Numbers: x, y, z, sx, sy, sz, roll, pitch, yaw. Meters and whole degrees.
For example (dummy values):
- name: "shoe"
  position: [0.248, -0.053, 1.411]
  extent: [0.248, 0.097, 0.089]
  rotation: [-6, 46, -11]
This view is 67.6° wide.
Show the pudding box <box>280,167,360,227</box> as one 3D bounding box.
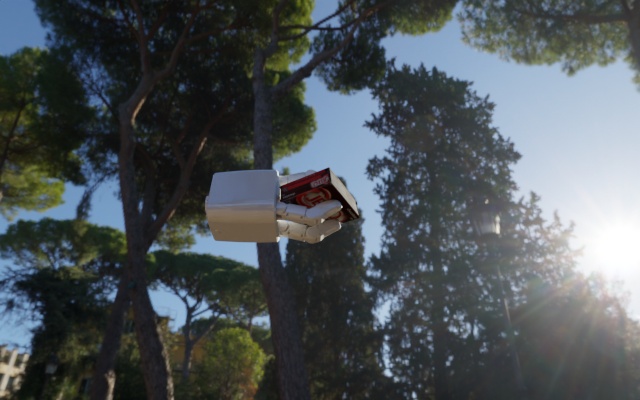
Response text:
- name: "pudding box"
  position: [0.000, 0.002, 0.771]
  extent: [0.090, 0.039, 0.113]
  rotation: [-19, -36, 20]
